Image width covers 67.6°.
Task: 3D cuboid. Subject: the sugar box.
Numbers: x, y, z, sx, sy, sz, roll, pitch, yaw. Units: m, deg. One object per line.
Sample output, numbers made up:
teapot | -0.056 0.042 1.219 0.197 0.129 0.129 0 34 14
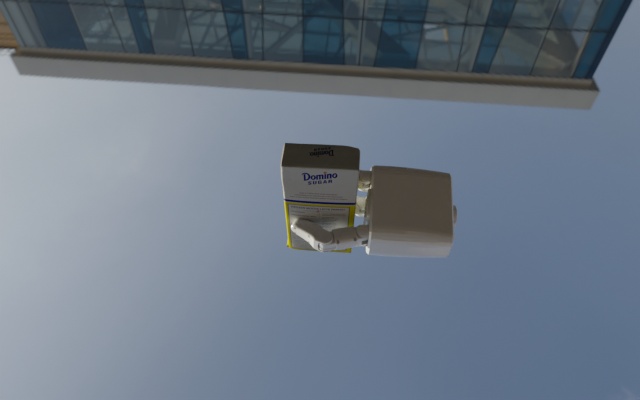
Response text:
sugar box | 0.000 0.002 0.622 0.093 0.048 0.176 4 -41 2
